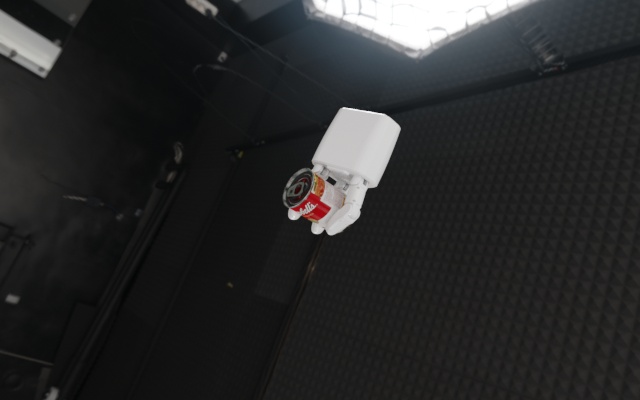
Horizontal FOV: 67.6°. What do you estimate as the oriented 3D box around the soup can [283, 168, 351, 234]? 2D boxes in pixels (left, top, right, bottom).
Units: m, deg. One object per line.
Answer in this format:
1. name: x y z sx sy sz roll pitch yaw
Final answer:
1. soup can: 0.000 0.003 0.756 0.102 0.068 0.068 33 -20 -34
